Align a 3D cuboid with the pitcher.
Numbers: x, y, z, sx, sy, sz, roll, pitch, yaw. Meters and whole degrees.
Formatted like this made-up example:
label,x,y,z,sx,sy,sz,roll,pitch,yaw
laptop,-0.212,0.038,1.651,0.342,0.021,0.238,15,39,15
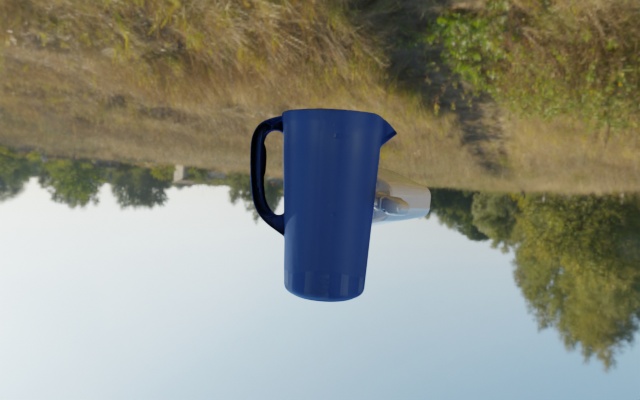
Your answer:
label,x,y,z,sx,sy,sz,roll,pitch,yaw
pitcher,0.000,0.002,0.630,0.145,0.243,0.149,0,5,-45
